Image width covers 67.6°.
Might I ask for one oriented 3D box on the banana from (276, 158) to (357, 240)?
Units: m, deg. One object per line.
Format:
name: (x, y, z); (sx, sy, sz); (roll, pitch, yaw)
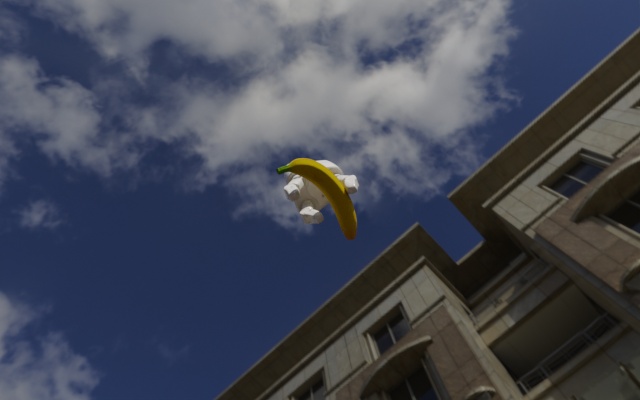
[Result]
banana: (0.010, -0.013, 0.859); (0.198, 0.069, 0.037); (43, -3, -18)
